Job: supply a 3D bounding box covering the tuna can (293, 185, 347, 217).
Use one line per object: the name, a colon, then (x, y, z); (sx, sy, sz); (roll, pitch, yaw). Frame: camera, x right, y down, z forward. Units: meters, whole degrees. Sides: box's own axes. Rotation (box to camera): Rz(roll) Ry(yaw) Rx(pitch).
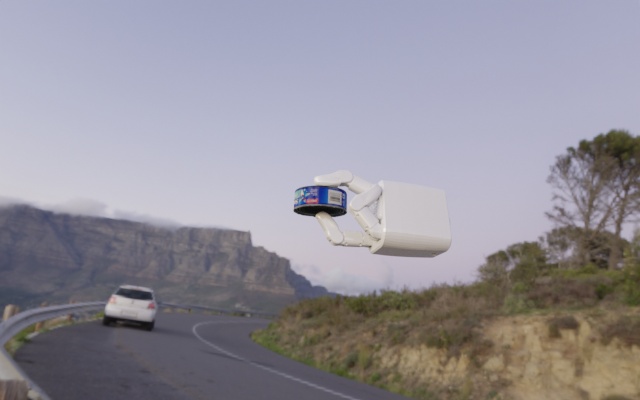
tuna can: (0.000, 0.002, 0.762); (0.086, 0.033, 0.086); (2, -14, 0)
